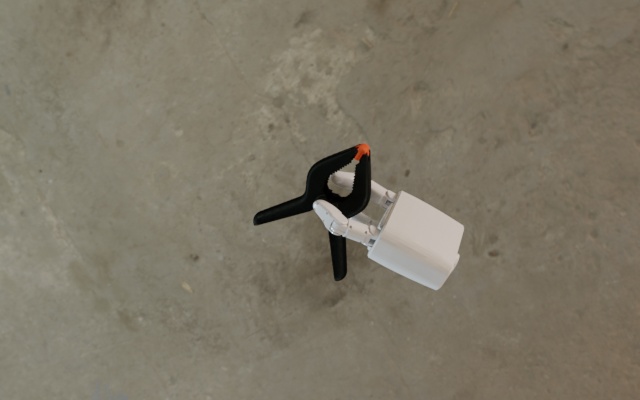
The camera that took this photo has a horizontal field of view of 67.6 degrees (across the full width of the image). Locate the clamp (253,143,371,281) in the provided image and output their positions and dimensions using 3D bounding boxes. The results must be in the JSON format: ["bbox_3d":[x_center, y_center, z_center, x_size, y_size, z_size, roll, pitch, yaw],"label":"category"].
[{"bbox_3d":[0.000,0.002,0.685,0.164,0.210,0.036,27,28,4],"label":"clamp"}]
